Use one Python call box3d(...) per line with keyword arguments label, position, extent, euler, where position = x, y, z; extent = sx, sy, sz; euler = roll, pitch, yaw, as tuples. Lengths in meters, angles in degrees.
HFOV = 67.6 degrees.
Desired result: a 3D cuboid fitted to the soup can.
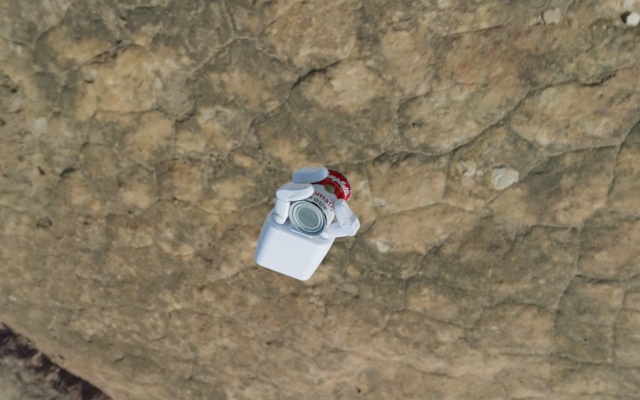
box3d(label="soup can", position=(0.000, 0.002, 0.769), extent=(0.068, 0.068, 0.102), euler=(0, 30, 29))
